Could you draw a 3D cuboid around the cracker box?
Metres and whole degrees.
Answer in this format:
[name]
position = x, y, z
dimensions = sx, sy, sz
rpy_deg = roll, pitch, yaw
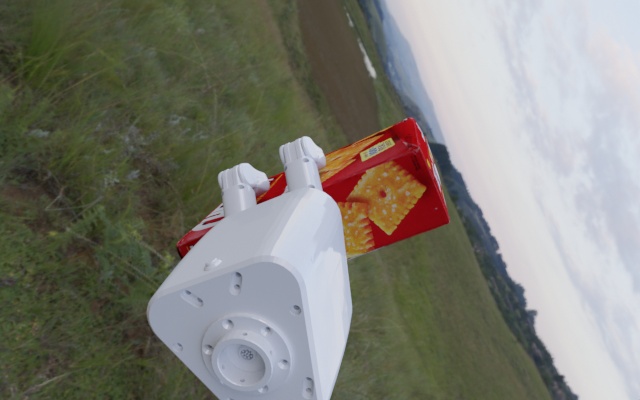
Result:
[cracker box]
position = 0.000, 0.002, 0.439
dimensions = 0.214, 0.072, 0.164
rpy_deg = -21, 13, 16
